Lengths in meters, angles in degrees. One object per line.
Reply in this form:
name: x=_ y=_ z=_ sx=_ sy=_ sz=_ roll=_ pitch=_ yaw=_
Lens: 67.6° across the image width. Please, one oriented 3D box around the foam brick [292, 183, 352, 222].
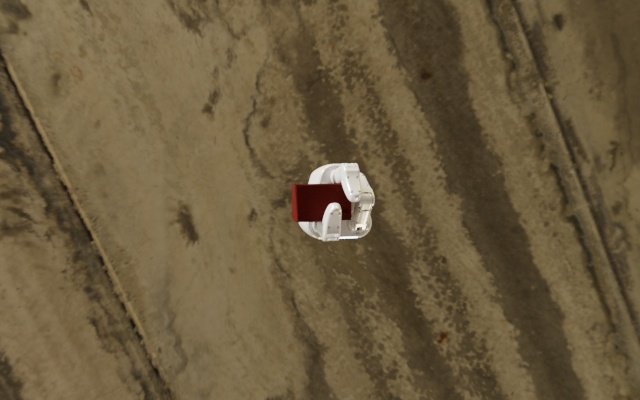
foam brick: x=0.000 y=0.002 z=0.663 sx=0.078 sy=0.053 sz=0.051 roll=-1 pitch=2 yaw=-12
